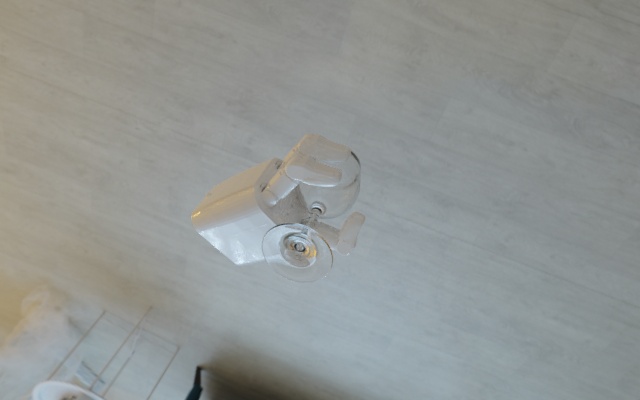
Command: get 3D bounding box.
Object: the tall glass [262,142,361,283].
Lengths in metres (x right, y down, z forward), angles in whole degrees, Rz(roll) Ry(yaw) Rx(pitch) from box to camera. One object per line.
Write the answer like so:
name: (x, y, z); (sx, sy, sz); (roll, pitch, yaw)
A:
tall glass: (0.000, 0.002, 0.556); (0.079, 0.079, 0.201); (0, 32, 17)
